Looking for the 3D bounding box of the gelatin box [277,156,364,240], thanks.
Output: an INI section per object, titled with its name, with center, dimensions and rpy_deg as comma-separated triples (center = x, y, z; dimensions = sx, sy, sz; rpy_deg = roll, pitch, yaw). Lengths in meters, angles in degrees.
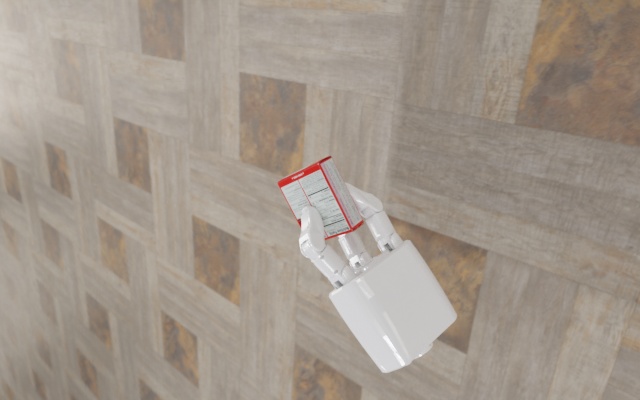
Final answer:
[gelatin box]
center = 0.000, 0.002, 0.561
dimensions = 0.073, 0.089, 0.030
rpy_deg = -22, 8, 42
